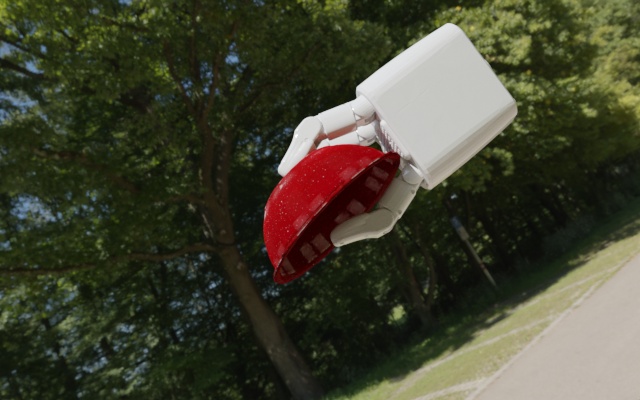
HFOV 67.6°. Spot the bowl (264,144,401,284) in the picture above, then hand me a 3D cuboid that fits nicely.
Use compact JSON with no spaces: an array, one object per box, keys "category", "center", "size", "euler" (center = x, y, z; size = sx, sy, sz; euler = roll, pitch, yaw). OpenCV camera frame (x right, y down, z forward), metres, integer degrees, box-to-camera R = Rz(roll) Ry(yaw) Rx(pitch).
[{"category":"bowl","center":[-0.001,0.002,0.444],"size":[0.055,0.162,0.162],"euler":[43,13,15]}]
